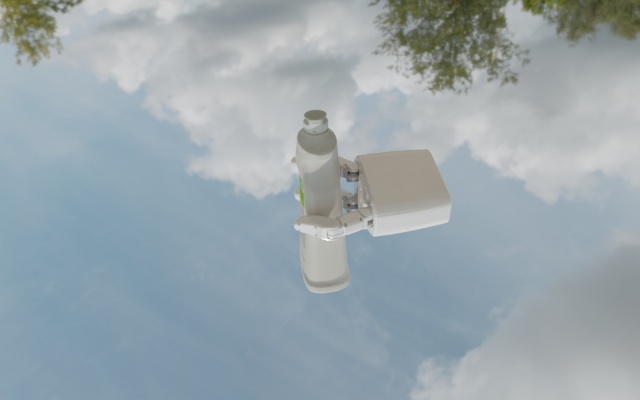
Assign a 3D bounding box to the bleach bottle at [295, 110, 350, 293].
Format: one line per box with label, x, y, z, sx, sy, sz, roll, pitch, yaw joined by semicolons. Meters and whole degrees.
bleach bottle;0.000;0.002;0.647;0.068;0.251;0.102;-9;36;-9
